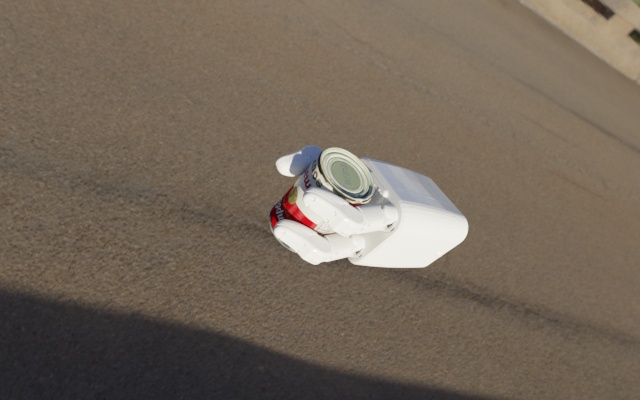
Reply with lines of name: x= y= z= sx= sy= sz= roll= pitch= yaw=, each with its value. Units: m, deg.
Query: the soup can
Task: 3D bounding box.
soup can: x=0.000 y=0.001 z=0.495 sx=0.068 sy=0.068 sz=0.102 roll=0 pitch=-34 yaw=-40
